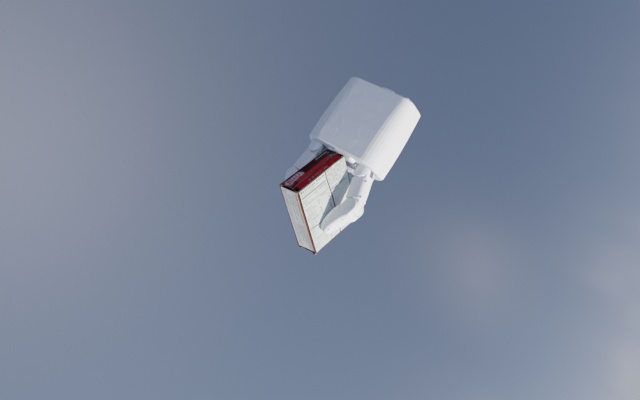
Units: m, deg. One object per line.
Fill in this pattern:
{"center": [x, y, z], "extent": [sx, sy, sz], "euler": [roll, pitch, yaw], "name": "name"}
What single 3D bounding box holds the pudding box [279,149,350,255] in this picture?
{"center": [0.000, 0.002, 0.637], "extent": [0.039, 0.114, 0.090], "euler": [24, 51, 41], "name": "pudding box"}
